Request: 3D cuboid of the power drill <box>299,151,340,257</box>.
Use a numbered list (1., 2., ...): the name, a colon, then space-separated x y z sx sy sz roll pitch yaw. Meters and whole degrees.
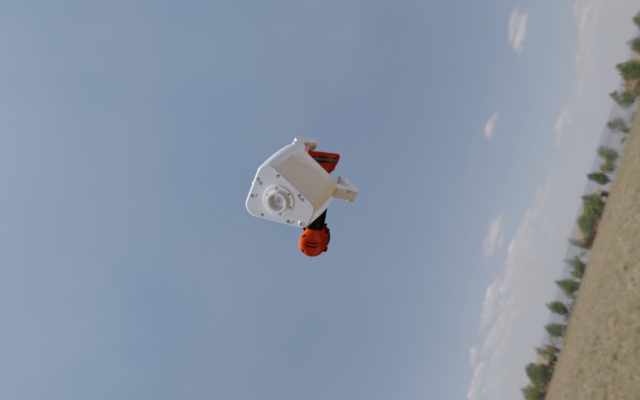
1. power drill: 0.000 0.002 0.888 0.057 0.187 0.184 5 4 2
